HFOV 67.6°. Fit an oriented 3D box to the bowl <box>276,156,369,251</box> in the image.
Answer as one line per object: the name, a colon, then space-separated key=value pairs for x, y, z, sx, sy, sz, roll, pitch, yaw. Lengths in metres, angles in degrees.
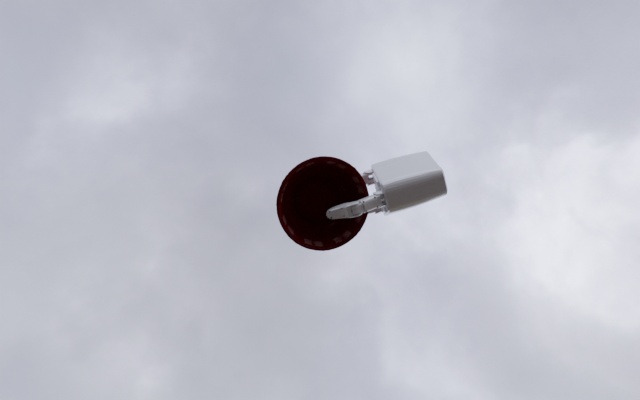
bowl: x=-0.001 y=0.003 z=0.826 sx=0.162 sy=0.162 sz=0.055 roll=0 pitch=9 yaw=-14
